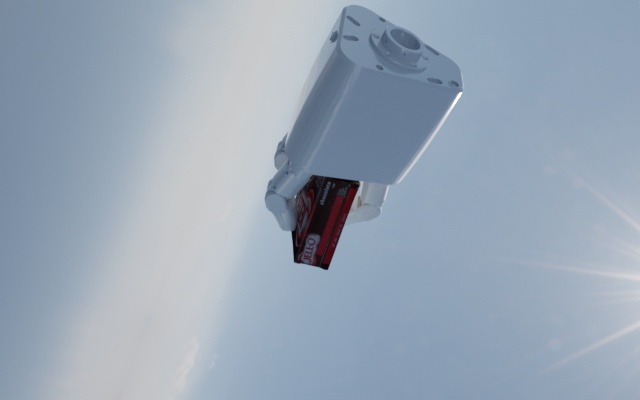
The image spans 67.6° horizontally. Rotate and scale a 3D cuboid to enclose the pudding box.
[{"bbox_3d":[0.000,0.002,0.468,0.039,0.090,0.113,17,18,-10],"label":"pudding box"}]
